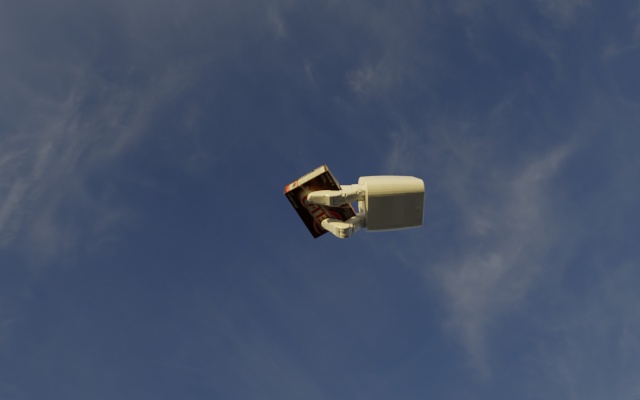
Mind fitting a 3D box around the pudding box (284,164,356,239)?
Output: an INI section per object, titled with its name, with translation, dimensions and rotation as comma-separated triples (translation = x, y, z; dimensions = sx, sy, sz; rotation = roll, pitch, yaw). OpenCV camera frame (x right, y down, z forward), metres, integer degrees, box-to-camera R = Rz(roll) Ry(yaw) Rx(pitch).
[pudding box]
translation = 0.000, 0.003, 0.871
dimensions = 0.090, 0.113, 0.039
rotation = -28, 22, 10
